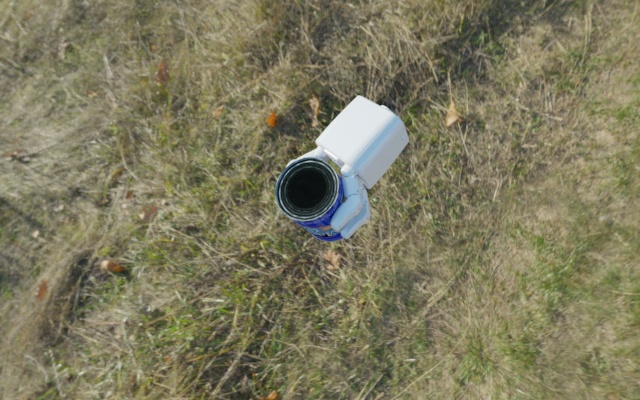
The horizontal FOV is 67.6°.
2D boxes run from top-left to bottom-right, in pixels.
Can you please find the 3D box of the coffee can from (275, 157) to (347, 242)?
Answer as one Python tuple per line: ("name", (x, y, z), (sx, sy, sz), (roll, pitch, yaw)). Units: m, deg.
("coffee can", (0.000, 0.003, 0.776), (0.103, 0.102, 0.140), (0, -17, 18))
